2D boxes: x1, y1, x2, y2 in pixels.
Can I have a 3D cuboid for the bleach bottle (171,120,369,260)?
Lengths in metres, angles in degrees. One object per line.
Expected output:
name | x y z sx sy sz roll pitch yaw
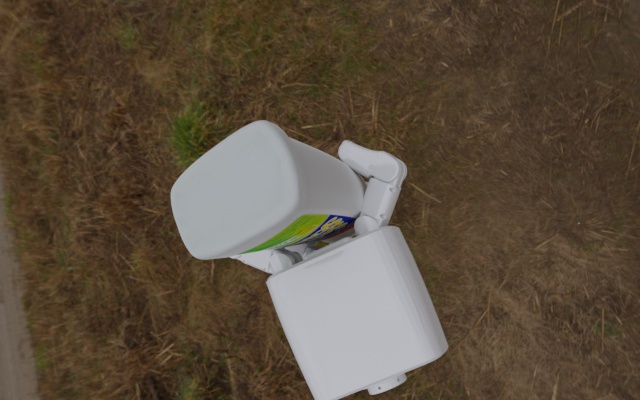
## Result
bleach bottle | 0.000 0.001 0.405 0.102 0.068 0.251 -29 -16 24
